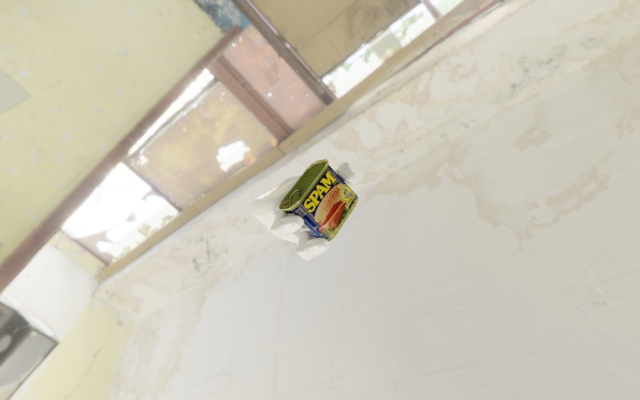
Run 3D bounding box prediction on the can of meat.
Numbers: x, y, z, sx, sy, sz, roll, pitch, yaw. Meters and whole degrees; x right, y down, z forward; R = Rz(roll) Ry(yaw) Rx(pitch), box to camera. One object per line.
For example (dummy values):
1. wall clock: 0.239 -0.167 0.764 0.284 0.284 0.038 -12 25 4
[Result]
1. can of meat: 0.000 0.003 0.733 0.084 0.102 0.057 46 -24 -22
